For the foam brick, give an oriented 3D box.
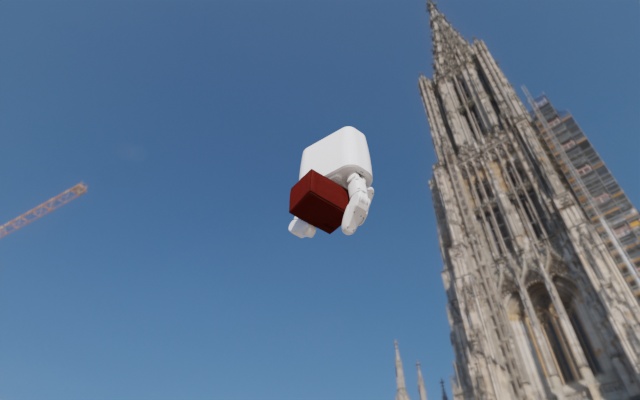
[{"bbox_3d":[0.000,0.002,0.690,0.078,0.051,0.053,30,-53,-26],"label":"foam brick"}]
